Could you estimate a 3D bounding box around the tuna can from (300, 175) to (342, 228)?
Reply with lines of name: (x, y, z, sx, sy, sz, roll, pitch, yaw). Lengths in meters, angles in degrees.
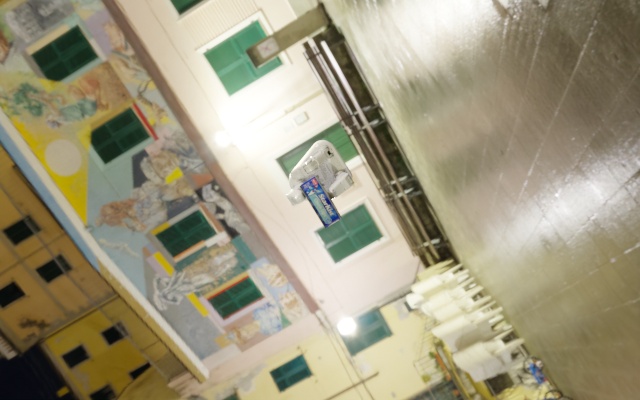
tuna can: (0.000, 0.003, 0.804, 0.034, 0.086, 0.086, -31, 0, -1)
